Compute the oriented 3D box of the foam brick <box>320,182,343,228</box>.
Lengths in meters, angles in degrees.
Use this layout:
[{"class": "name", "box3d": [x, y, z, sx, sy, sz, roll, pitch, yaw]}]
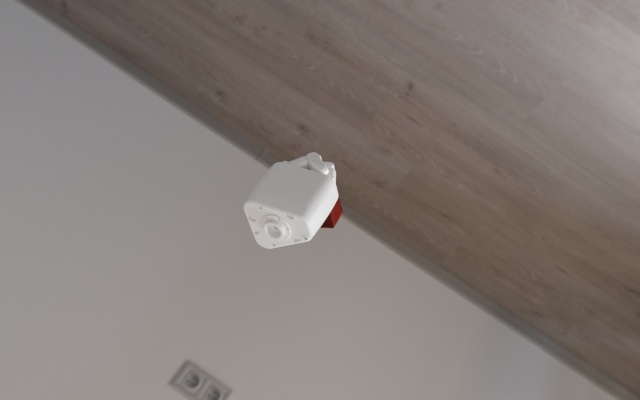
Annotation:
[{"class": "foam brick", "box3d": [0.000, 0.003, 0.820, 0.053, 0.078, 0.051, 1, 36, 23]}]
